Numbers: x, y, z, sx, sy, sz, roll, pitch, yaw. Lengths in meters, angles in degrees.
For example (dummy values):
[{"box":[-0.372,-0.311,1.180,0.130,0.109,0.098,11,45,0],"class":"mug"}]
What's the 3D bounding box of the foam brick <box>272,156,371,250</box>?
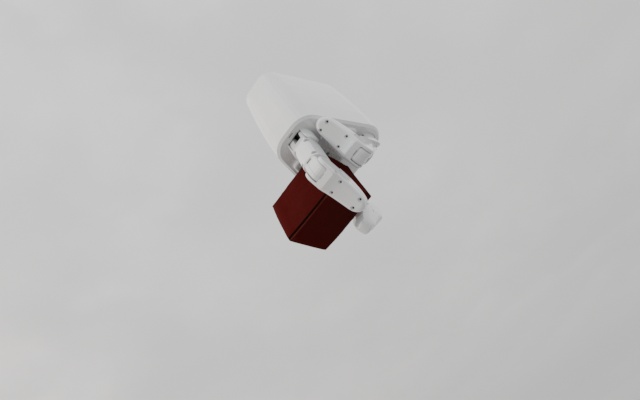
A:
[{"box":[0.000,0.002,0.475,0.053,0.078,0.051,22,24,-43],"class":"foam brick"}]
